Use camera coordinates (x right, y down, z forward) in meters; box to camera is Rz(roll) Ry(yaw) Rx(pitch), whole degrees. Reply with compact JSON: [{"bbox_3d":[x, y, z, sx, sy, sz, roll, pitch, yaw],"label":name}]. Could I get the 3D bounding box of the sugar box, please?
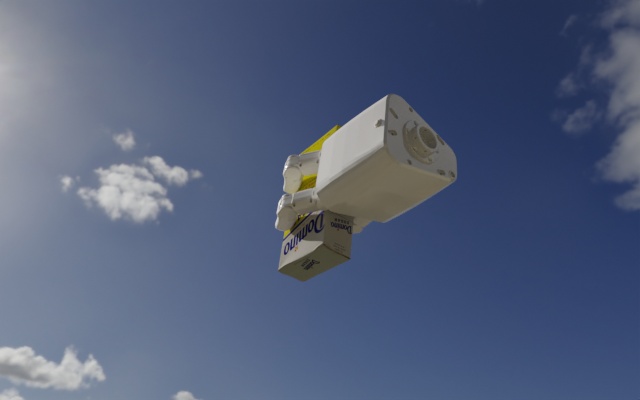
[{"bbox_3d":[0.000,0.002,0.586,0.048,0.176,0.093,29,-40,-25],"label":"sugar box"}]
